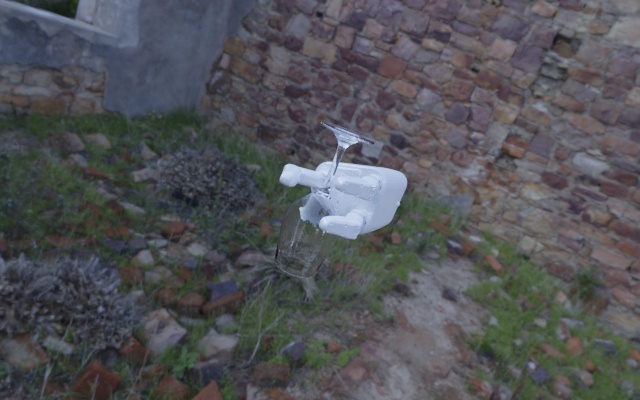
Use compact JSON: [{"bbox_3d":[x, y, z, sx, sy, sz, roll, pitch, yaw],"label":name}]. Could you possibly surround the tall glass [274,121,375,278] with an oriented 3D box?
[{"bbox_3d":[0.000,0.001,0.637,0.079,0.201,0.079,20,14,-5],"label":"tall glass"}]
